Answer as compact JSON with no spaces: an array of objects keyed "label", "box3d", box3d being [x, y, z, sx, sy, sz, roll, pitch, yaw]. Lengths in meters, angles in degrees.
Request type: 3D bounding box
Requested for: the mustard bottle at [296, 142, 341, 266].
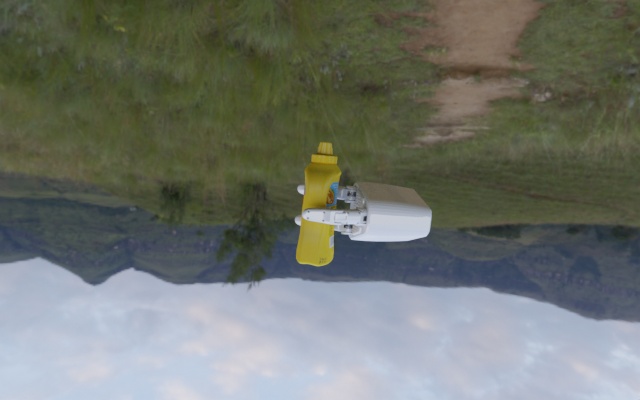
[{"label":"mustard bottle","box3d":[0.000,0.003,0.765,0.058,0.191,0.096,7,6,13]}]
